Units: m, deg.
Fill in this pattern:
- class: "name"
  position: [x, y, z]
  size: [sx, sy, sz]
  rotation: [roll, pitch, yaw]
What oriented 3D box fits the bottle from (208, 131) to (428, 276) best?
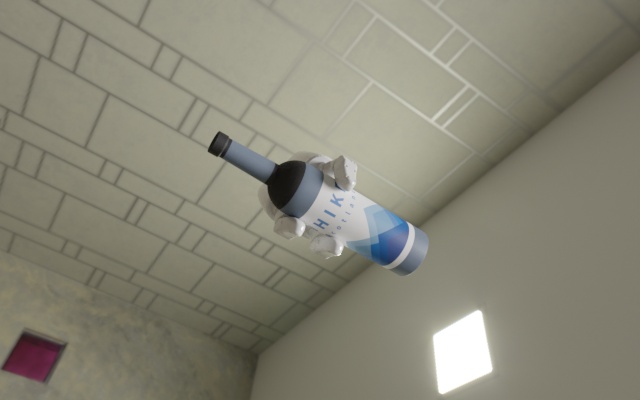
- class: "bottle"
  position: [0.000, 0.002, 0.585]
  size: [0.296, 0.069, 0.069]
  rotation: [30, -11, -20]
